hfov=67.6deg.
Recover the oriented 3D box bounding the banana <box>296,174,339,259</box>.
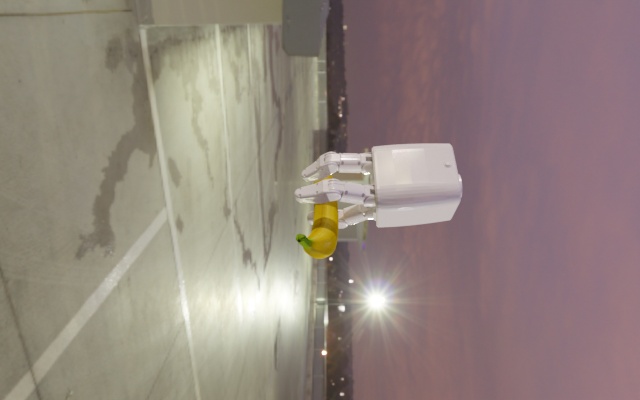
[{"bbox_3d":[0.004,0.020,0.645,0.037,0.070,0.197,-8,30,10],"label":"banana"}]
